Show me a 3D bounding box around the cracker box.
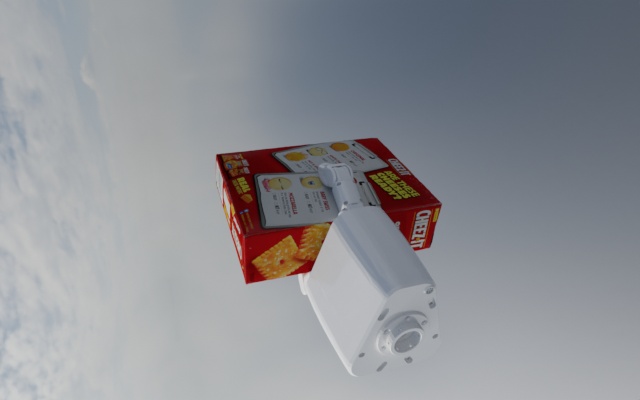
[{"bbox_3d":[0.000,0.002,0.548,0.213,0.072,0.164,-8,36,-19],"label":"cracker box"}]
